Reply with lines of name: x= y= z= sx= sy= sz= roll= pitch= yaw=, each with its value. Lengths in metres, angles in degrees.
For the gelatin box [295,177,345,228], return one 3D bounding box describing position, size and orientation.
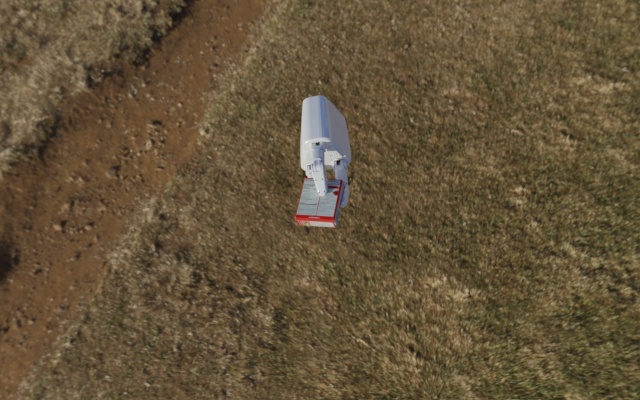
gelatin box: x=0.000 y=0.003 z=0.863 sx=0.073 sy=0.089 sz=0.030 roll=3 pitch=-30 yaw=16
